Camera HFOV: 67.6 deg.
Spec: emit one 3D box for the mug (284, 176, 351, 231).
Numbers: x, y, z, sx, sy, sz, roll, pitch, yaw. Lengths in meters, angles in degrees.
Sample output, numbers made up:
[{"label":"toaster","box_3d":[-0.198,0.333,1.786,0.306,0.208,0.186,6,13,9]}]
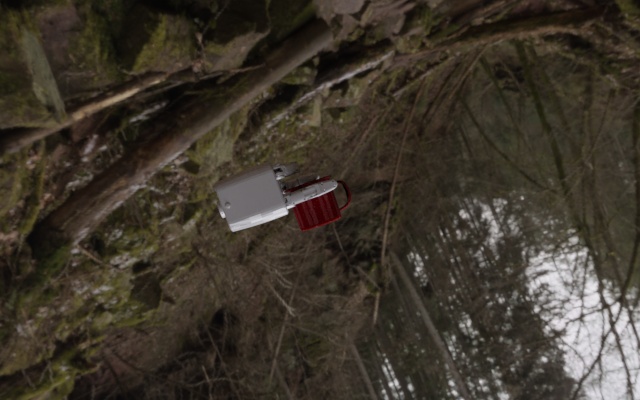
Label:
[{"label":"mug","box_3d":[0.002,0.003,0.889,0.117,0.081,0.093,-19,0,-4]}]
